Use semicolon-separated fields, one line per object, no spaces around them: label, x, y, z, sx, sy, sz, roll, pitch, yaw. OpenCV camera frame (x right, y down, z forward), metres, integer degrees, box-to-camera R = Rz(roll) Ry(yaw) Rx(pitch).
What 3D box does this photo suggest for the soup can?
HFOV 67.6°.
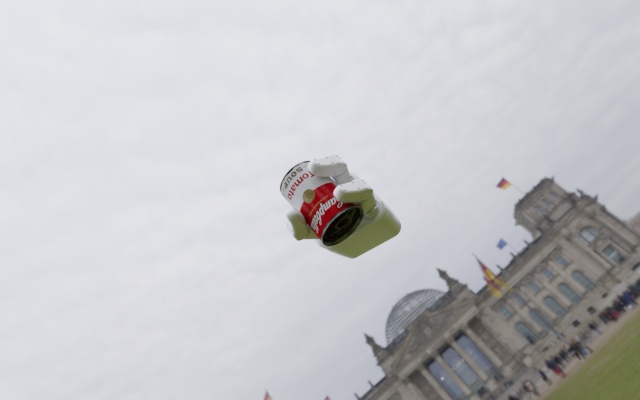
soup can;0.000;0.002;0.641;0.068;0.068;0.102;0;40;-50
